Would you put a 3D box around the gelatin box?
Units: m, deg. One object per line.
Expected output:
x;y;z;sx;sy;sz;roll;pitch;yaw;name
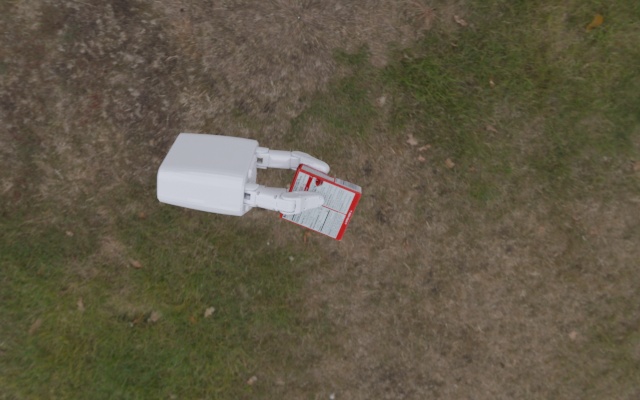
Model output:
0.000;0.002;0.623;0.089;0.073;0.030;22;21;-2;gelatin box
